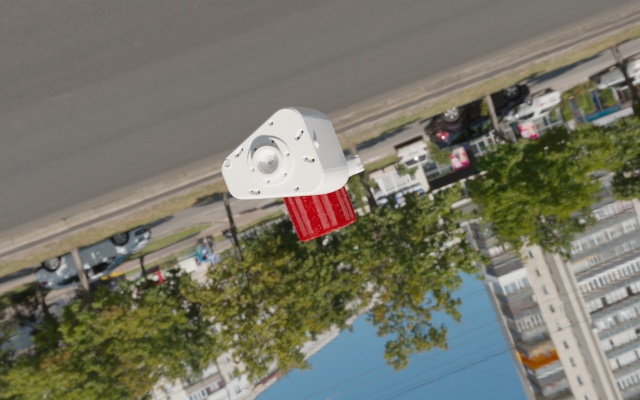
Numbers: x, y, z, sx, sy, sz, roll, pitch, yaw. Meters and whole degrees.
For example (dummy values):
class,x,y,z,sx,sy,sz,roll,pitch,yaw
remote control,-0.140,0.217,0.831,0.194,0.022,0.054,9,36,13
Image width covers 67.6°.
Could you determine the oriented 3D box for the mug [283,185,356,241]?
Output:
class,x,y,z,sx,sy,sz,roll,pitch,yaw
mug,0.001,0.002,0.645,0.093,0.081,0.117,-22,-1,17
